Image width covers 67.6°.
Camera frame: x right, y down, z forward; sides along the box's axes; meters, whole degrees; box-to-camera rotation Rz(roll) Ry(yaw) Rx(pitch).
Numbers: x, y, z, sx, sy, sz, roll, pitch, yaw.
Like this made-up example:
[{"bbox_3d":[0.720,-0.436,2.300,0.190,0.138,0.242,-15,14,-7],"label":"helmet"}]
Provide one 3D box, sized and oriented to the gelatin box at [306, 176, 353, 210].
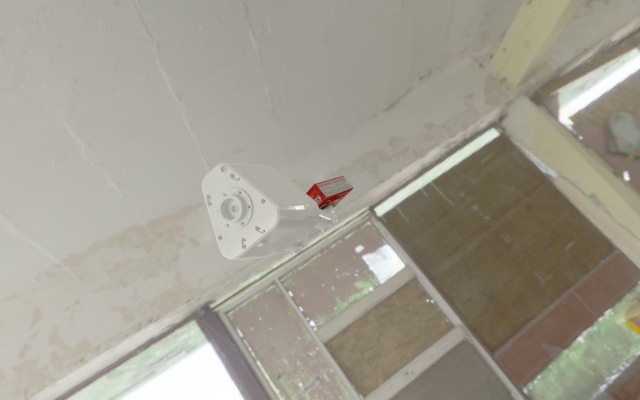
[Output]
[{"bbox_3d":[0.000,0.002,0.716,0.073,0.030,0.089,-47,-13,30],"label":"gelatin box"}]
